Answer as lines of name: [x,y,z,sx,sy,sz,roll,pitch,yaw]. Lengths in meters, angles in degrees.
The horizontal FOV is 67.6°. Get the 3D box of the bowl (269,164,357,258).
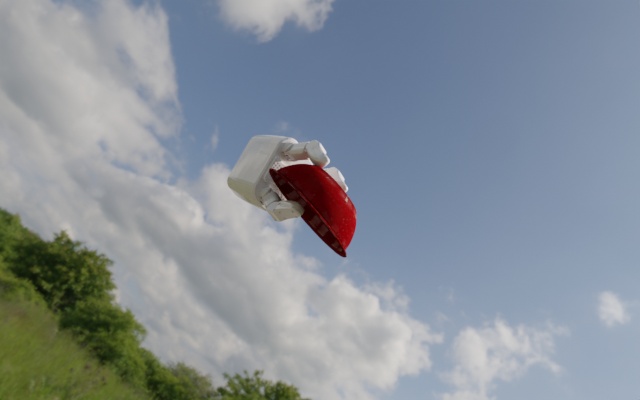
bowl: [0.001,0.003,0.667,0.055,0.162,0.162,-40,7,-9]
